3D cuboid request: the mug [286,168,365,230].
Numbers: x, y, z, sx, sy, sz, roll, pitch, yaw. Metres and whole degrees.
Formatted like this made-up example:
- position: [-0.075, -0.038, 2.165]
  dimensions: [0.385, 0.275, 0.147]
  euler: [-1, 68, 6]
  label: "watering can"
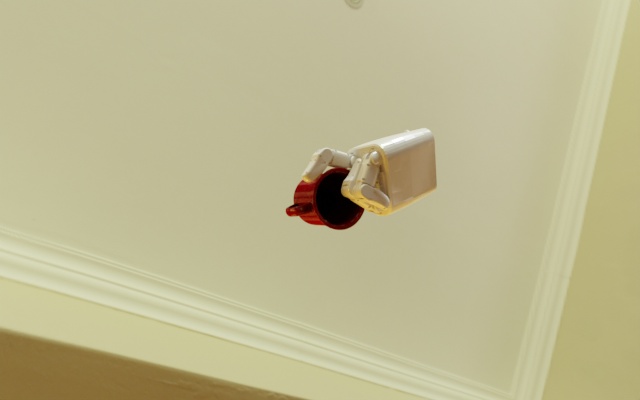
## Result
- position: [-0.001, 0.003, 0.734]
  dimensions: [0.117, 0.093, 0.081]
  euler: [-22, 9, -28]
  label: "mug"
